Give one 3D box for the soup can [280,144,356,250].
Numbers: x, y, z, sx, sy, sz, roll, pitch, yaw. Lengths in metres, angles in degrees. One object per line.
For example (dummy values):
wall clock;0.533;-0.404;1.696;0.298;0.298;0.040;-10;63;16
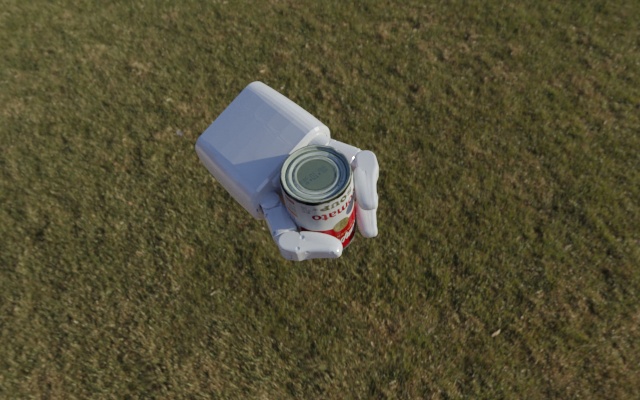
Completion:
soup can;0.000;0.002;0.468;0.068;0.068;0.102;0;-32;6
